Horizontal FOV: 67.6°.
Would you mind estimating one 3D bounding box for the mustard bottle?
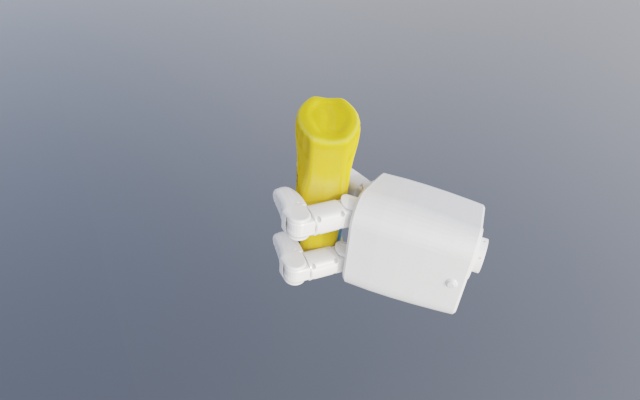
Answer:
[{"bbox_3d":[0.000,0.001,0.478,0.058,0.192,0.096,2,36,-4],"label":"mustard bottle"}]
